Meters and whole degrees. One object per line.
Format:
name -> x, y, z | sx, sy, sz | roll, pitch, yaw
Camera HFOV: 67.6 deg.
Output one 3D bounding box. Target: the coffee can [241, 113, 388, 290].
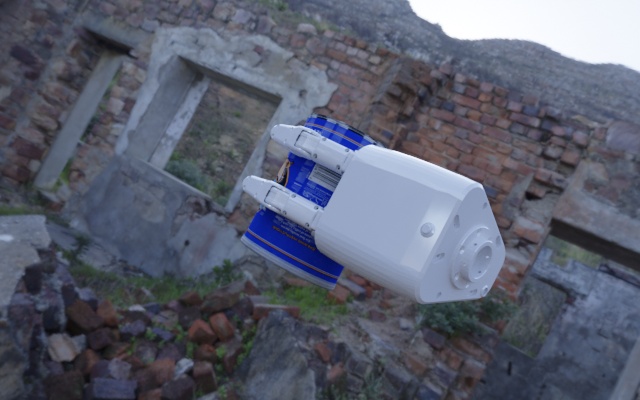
coffee can -> 0.000, 0.002, 0.469 | 0.103, 0.140, 0.103 | 28, -3, 2
